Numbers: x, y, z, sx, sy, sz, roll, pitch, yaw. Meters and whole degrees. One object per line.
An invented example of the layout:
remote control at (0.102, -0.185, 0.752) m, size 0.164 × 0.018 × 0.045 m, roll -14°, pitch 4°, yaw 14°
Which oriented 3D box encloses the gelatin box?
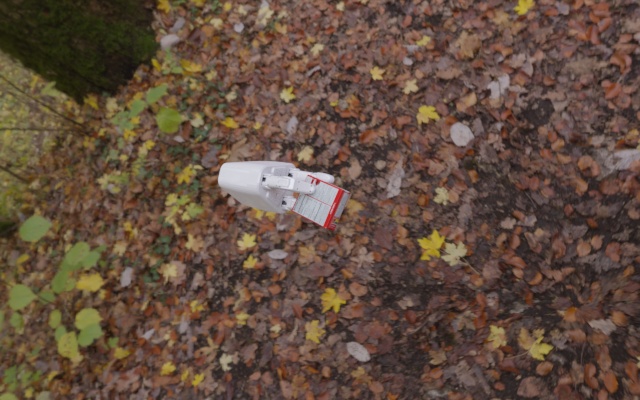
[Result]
gelatin box at (0.000, 0.003, 0.839) m, size 0.089 × 0.073 × 0.030 m, roll 25°, pitch 3°, yaw 38°
